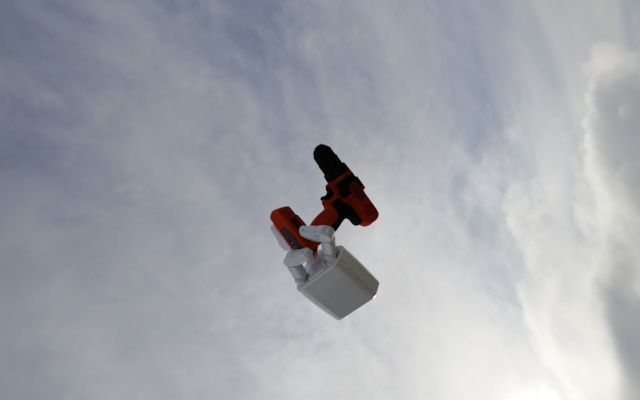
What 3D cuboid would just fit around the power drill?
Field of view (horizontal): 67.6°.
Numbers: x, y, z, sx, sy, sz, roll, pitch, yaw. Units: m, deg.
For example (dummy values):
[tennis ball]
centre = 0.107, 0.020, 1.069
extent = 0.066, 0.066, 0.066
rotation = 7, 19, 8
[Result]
[power drill]
centre = 0.000, 0.003, 0.891
extent = 0.187, 0.184, 0.057
rotation = -36, -2, -28
